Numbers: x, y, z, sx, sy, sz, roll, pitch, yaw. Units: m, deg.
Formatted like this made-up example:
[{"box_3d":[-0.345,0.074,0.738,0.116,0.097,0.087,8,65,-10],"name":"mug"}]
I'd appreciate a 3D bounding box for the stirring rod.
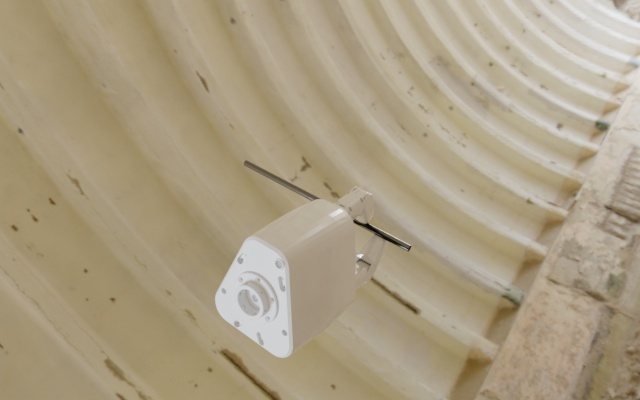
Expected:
[{"box_3d":[0.000,0.002,0.570,0.239,0.011,0.011,28,12,24],"name":"stirring rod"}]
